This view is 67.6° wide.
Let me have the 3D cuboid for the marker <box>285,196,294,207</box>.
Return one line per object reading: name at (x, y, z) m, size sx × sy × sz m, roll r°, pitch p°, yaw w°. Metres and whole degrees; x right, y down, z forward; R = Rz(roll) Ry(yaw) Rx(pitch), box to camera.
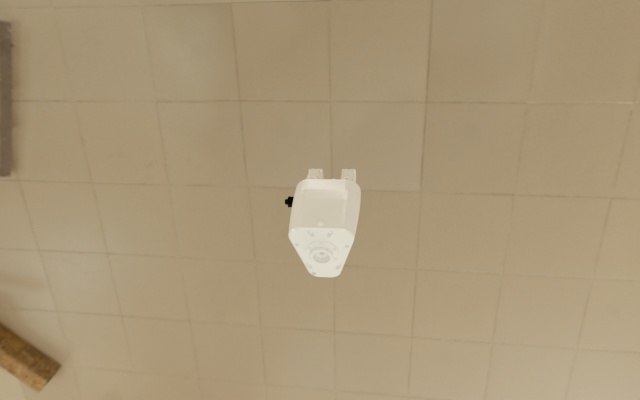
marker at (0.000, 0.003, 0.796) m, size 0.121 × 0.020 × 0.020 m, roll 0°, pitch 0°, yaw 8°
